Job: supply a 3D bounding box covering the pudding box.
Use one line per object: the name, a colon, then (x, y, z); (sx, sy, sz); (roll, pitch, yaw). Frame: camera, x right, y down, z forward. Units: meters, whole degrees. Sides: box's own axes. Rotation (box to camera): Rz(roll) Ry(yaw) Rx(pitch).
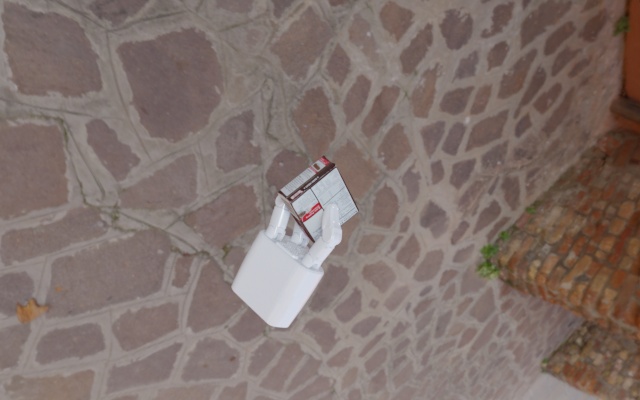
pudding box: (0.000, 0.002, 0.718); (0.039, 0.090, 0.114); (41, -14, 42)
